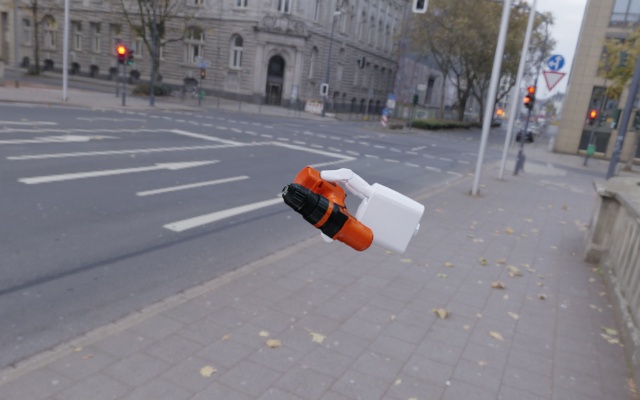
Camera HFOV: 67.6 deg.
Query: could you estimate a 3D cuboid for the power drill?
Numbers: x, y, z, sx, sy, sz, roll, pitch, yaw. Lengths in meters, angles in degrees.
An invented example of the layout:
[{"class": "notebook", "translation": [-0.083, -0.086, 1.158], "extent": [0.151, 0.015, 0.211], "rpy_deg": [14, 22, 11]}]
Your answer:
[{"class": "power drill", "translation": [0.000, 0.003, 0.865], "extent": [0.184, 0.057, 0.187], "rpy_deg": [35, 14, -22]}]
